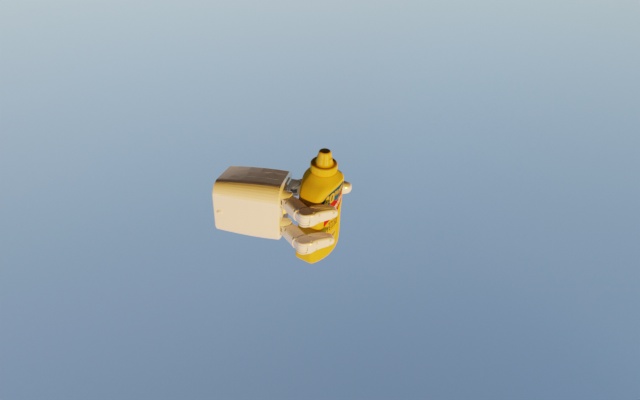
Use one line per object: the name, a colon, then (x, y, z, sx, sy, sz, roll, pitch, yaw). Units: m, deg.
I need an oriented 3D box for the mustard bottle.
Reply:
mustard bottle: (0.000, 0.003, 0.756, 0.058, 0.192, 0.096, 24, 42, 23)
